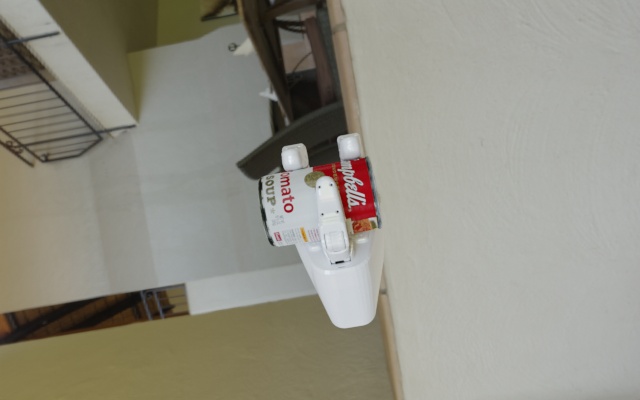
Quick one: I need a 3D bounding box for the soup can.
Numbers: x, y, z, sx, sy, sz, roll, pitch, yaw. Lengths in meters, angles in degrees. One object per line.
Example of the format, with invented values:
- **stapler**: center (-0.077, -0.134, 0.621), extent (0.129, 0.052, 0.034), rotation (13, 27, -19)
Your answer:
- **soup can**: center (0.000, 0.001, 0.440), extent (0.102, 0.068, 0.068), rotation (-10, -1, 3)
